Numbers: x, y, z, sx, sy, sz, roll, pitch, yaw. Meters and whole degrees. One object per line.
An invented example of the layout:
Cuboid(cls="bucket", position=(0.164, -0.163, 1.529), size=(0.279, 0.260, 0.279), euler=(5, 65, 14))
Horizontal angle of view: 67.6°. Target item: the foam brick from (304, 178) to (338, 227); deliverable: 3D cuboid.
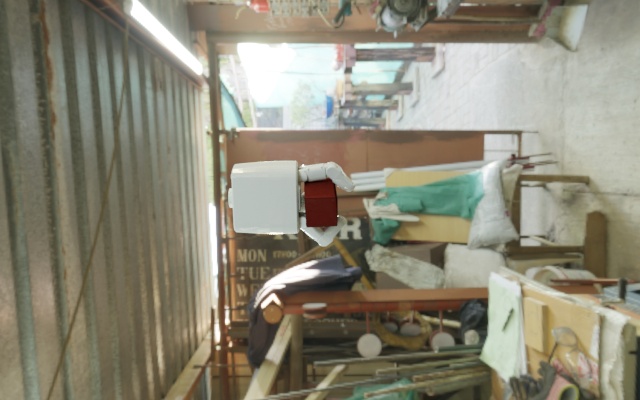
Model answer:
Cuboid(cls="foam brick", position=(0.000, 0.003, 0.771), size=(0.051, 0.053, 0.078), euler=(-2, 26, -1))
